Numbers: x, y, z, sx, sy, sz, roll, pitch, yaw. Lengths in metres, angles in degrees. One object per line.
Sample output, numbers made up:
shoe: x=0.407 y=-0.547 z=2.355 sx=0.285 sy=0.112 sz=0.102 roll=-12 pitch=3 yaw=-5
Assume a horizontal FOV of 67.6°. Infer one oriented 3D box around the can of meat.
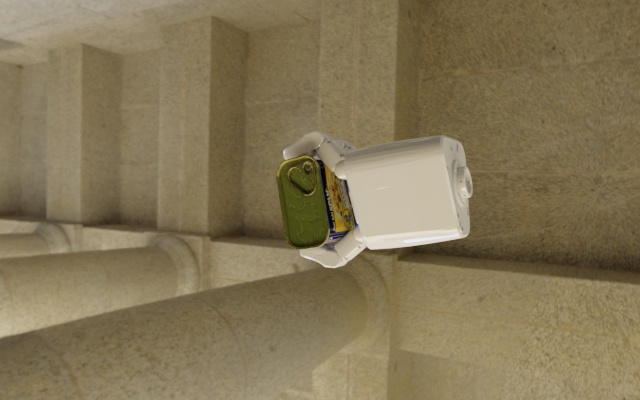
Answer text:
can of meat: x=0.000 y=0.002 z=0.557 sx=0.057 sy=0.102 sz=0.084 roll=-12 pitch=-5 yaw=30
